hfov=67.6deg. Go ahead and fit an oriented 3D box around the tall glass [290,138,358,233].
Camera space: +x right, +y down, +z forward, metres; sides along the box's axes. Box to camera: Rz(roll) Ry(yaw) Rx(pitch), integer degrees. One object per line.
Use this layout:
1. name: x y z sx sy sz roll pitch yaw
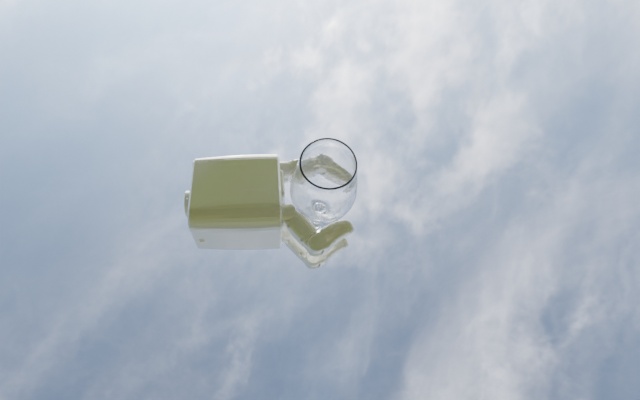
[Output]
1. tall glass: 0.000 0.002 0.588 0.079 0.079 0.201 0 -25 -6
